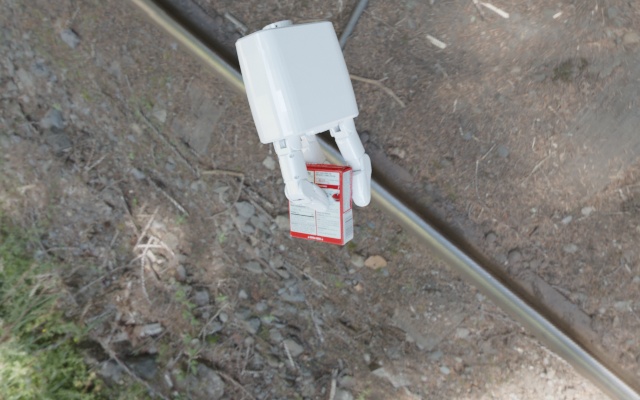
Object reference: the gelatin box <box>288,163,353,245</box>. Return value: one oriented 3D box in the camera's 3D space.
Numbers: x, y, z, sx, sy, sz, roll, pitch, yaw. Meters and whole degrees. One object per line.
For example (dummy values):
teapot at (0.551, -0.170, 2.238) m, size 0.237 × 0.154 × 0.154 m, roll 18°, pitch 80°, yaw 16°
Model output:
gelatin box at (0.000, 0.002, 0.555) m, size 0.073 × 0.089 × 0.030 m, roll 6°, pitch 17°, yaw 30°
